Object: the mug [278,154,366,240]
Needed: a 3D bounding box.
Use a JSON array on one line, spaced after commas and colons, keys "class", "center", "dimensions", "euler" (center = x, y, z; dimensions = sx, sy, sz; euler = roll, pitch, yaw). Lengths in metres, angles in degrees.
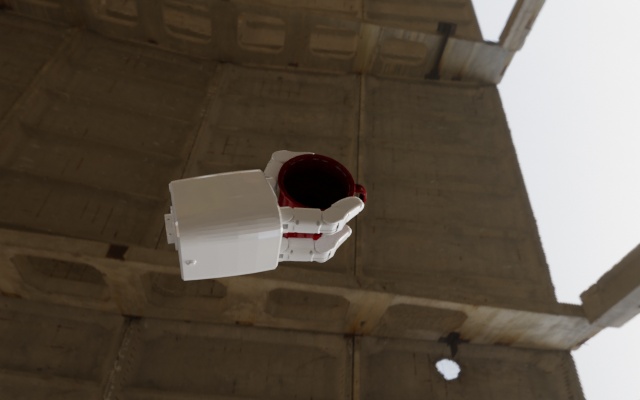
[{"class": "mug", "center": [0.001, 0.002, 0.598], "dimensions": [0.117, 0.093, 0.082], "euler": [-5, -38, -17]}]
